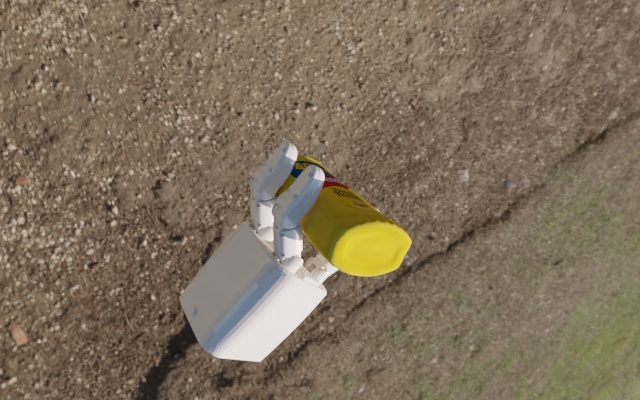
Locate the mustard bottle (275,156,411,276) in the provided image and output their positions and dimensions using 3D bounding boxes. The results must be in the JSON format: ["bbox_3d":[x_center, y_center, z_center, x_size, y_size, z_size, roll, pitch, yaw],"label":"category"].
[{"bbox_3d":[0.000,0.001,0.490,0.096,0.058,0.191,10,21,-38],"label":"mustard bottle"}]
